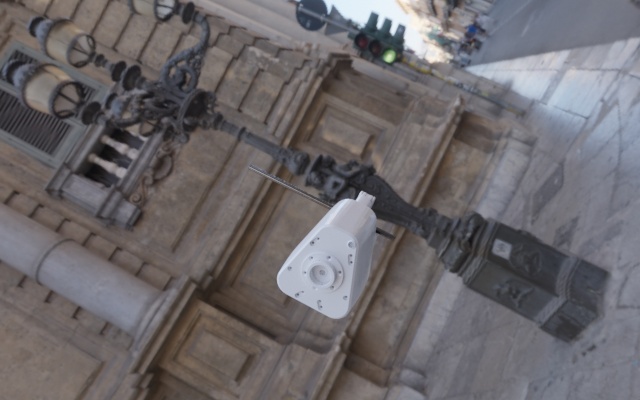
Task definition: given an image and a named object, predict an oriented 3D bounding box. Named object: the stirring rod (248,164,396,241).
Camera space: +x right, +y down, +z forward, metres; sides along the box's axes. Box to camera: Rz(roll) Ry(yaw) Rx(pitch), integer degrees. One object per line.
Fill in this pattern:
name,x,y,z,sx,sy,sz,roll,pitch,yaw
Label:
stirring rod,0.000,0.002,0.702,0.239,0.011,0.011,26,4,8
